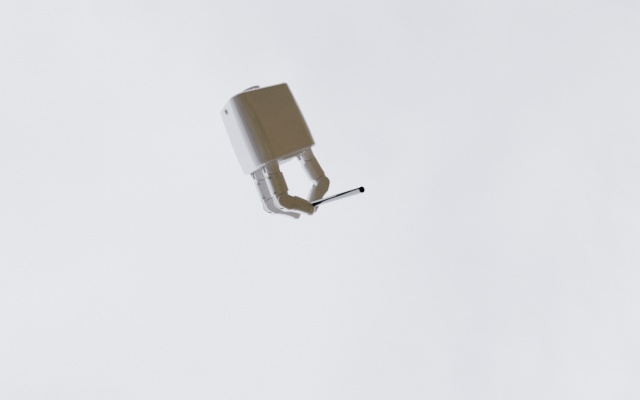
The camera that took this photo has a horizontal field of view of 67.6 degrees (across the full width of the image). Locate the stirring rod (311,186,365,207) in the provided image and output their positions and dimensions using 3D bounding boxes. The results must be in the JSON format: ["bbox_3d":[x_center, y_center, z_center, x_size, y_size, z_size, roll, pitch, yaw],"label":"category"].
[{"bbox_3d":[0.000,0.002,0.669,0.011,0.011,0.239,0,-7,-24],"label":"stirring rod"}]
